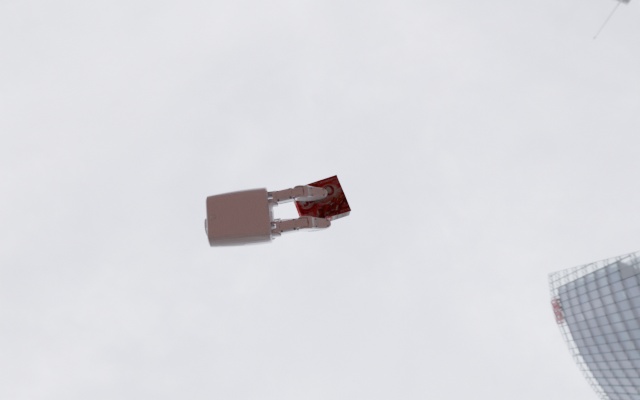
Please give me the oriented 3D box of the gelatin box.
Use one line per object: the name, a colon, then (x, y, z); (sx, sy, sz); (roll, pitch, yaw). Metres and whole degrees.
gelatin box: (0.000, 0.003, 0.842); (0.089, 0.073, 0.030); (-18, -19, -12)
